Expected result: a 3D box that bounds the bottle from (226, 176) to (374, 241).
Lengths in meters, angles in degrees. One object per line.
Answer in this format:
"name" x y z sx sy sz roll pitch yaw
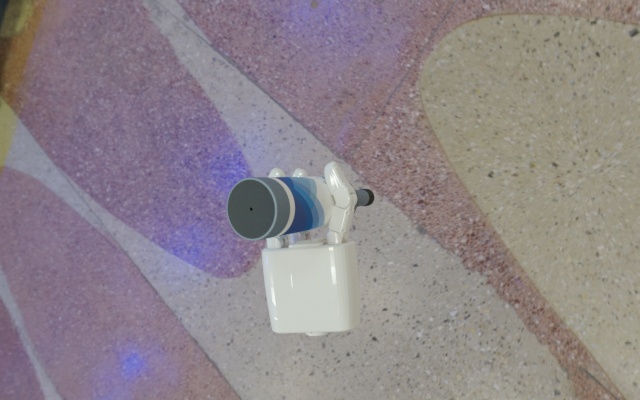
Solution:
"bottle" 0.000 0.002 0.622 0.069 0.069 0.295 0 3 30
